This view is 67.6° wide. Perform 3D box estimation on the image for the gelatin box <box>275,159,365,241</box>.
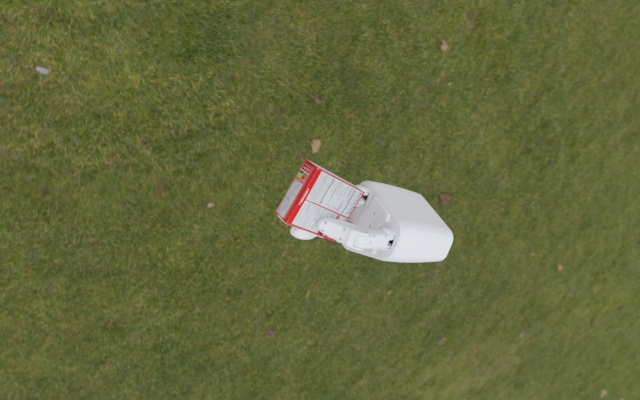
[{"bbox_3d":[0.000,0.002,0.564,0.089,0.073,0.030,24,9,-44],"label":"gelatin box"}]
